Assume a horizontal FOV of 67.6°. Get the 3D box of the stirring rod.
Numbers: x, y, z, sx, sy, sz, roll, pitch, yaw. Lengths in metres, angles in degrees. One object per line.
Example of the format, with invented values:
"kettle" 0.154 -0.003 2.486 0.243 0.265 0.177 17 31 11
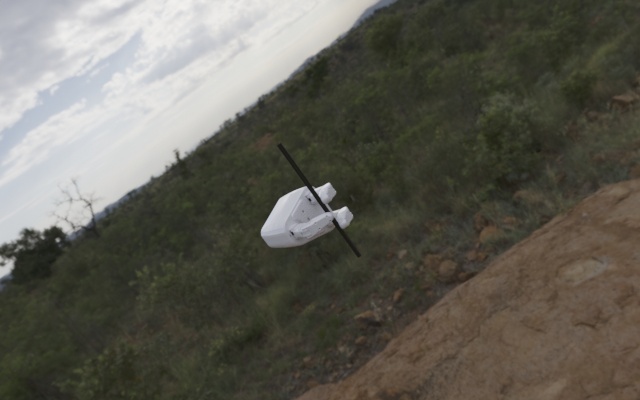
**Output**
"stirring rod" 0.000 0.003 0.814 0.011 0.239 0.011 -34 13 9
